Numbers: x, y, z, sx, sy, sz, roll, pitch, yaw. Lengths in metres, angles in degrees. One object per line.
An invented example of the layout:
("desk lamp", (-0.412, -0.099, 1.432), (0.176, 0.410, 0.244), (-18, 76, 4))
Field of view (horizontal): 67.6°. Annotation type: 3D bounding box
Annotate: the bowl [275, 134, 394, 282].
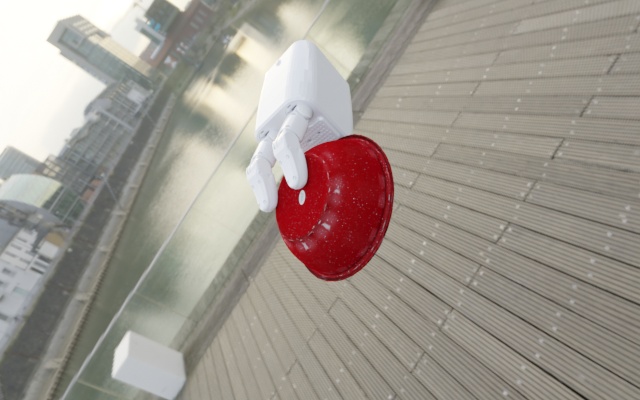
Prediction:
("bowl", (0.000, 0.003, 0.500), (0.055, 0.162, 0.162), (14, -9, -37))
